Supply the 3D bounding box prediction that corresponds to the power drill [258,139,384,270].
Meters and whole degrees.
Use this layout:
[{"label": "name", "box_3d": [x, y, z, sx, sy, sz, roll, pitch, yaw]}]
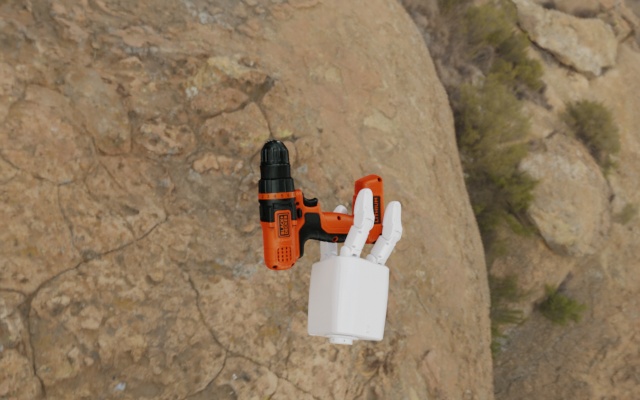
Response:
[{"label": "power drill", "box_3d": [0.001, 0.003, 0.702, 0.187, 0.184, 0.057, -4, 6, -22]}]
